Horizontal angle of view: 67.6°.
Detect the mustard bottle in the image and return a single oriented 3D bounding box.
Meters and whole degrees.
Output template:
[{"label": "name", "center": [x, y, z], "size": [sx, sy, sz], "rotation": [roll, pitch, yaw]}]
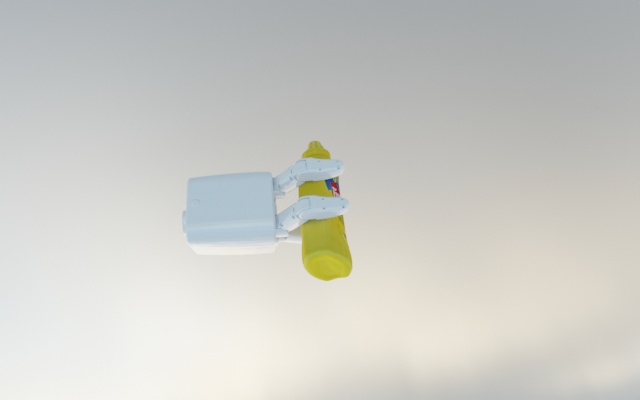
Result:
[{"label": "mustard bottle", "center": [0.000, 0.002, 0.629], "size": [0.058, 0.191, 0.096], "rotation": [-15, -31, 13]}]
